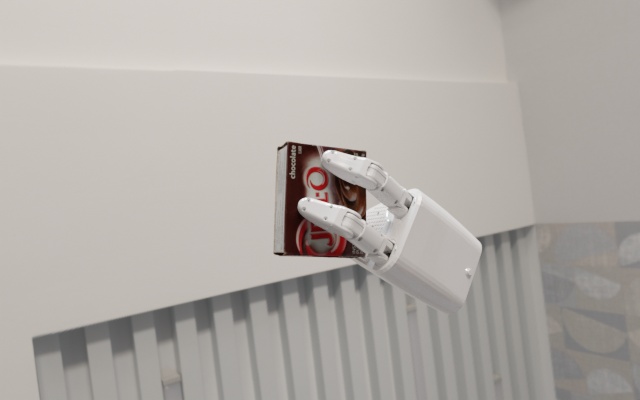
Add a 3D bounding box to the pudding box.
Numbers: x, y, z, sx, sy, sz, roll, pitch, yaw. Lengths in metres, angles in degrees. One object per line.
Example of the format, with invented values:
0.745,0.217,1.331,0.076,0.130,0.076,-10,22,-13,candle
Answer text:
0.000,0.002,0.487,0.090,0.113,0.039,4,-9,-26,pudding box
